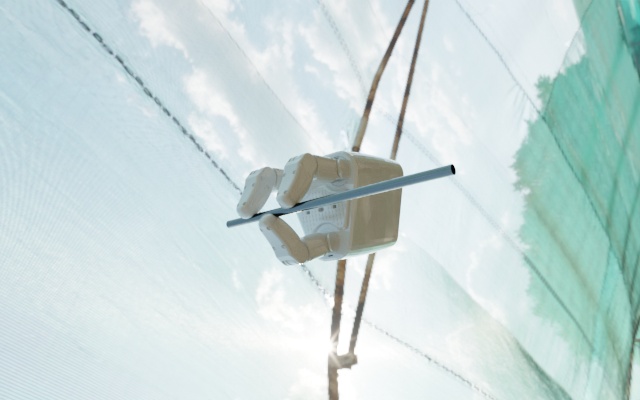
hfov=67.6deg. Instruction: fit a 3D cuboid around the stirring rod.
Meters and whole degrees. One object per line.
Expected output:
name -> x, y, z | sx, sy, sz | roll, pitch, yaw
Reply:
stirring rod -> 0.000, 0.001, 0.403 | 0.239, 0.011, 0.011 | -14, -9, 38
